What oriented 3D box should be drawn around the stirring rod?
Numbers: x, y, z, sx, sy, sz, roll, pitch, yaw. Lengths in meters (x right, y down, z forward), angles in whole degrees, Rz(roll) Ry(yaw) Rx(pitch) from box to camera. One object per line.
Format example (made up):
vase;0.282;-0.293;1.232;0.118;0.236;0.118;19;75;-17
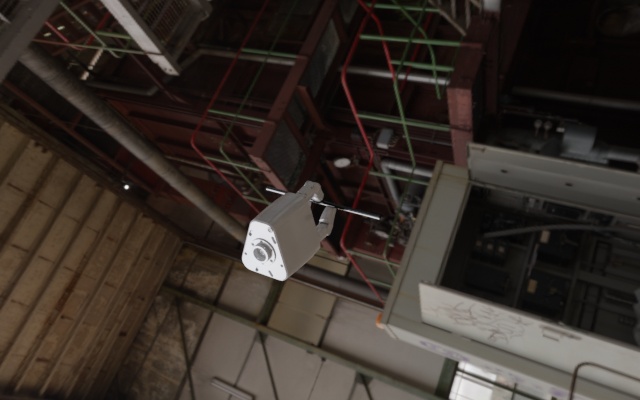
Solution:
stirring rod;0.000;0.003;0.899;0.239;0.011;0.011;15;6;25
